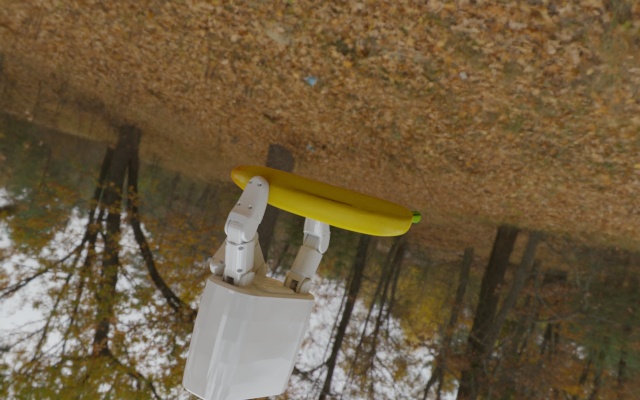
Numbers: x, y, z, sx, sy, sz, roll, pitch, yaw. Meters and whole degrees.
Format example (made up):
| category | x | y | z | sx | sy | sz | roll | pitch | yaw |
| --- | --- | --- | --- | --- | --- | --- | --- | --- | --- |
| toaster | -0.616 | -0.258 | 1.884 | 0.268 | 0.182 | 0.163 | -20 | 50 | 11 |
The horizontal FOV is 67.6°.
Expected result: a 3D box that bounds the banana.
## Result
| category | x | y | z | sx | sy | sz | roll | pitch | yaw |
| --- | --- | --- | --- | --- | --- | --- | --- | --- | --- |
| banana | 0.003 | 0.002 | 0.458 | 0.198 | 0.037 | 0.069 | 16 | -1 | 1 |
